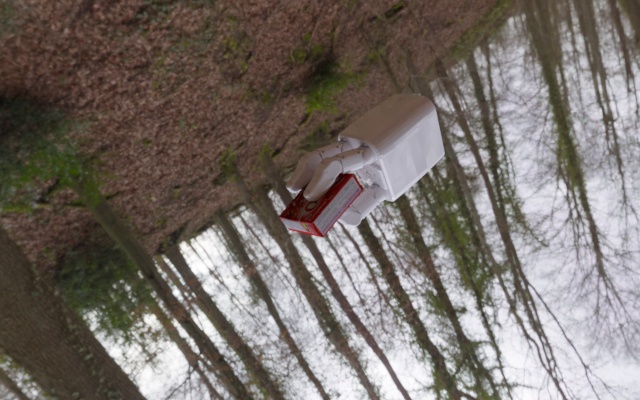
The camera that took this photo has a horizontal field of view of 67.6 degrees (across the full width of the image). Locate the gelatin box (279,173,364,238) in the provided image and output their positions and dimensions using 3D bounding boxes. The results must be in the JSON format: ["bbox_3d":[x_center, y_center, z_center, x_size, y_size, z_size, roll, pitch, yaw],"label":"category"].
[{"bbox_3d":[0.000,0.003,0.605,0.073,0.030,0.089,8,51,52],"label":"gelatin box"}]
